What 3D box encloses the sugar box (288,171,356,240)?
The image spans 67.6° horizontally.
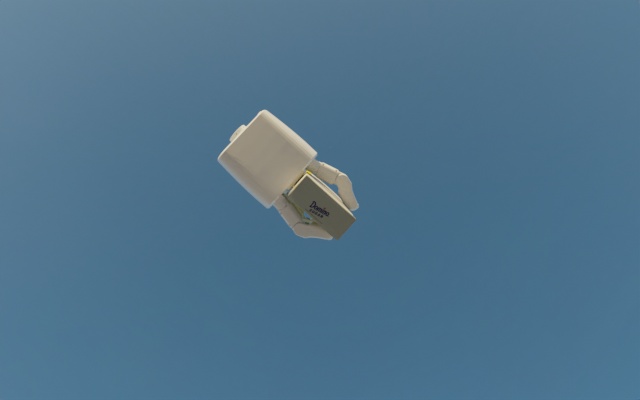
[{"bbox_3d":[0.000,0.003,0.719,0.093,0.048,0.176,42,5,-4],"label":"sugar box"}]
